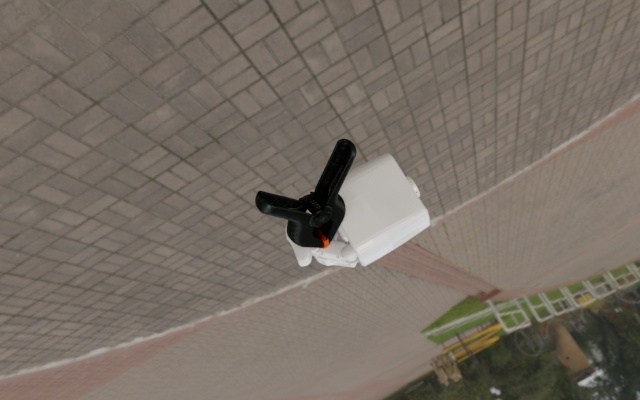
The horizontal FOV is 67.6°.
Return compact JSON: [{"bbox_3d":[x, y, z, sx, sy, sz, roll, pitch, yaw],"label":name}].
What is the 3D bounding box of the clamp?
[{"bbox_3d":[0.000,0.002,0.548,0.120,0.039,0.171,-32,-26,-3],"label":"clamp"}]
